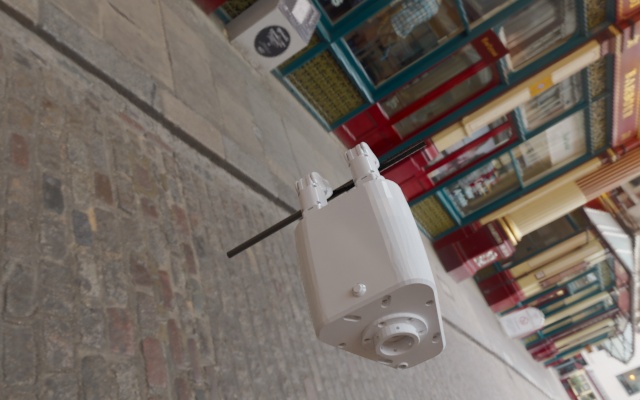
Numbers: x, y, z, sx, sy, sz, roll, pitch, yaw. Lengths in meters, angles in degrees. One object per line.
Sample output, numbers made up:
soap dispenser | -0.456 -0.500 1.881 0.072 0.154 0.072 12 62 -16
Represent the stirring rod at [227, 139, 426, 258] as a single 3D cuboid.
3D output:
stirring rod | 0.000 0.002 0.493 0.239 0.011 0.011 -30 -8 15
